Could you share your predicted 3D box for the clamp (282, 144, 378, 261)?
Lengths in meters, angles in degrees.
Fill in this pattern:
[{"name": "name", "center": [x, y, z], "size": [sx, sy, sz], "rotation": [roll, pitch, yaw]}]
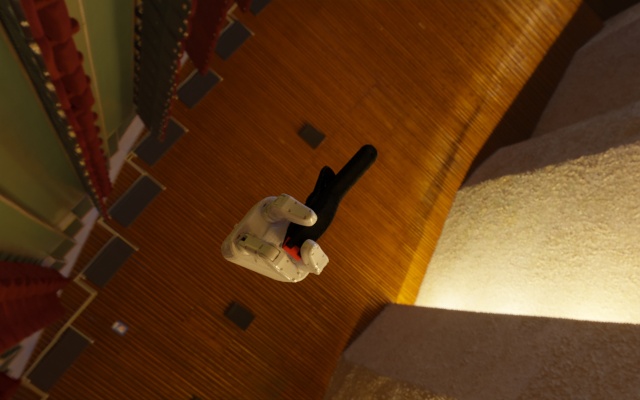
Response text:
[{"name": "clamp", "center": [0.001, 0.003, 0.626], "size": [0.039, 0.171, 0.120], "rotation": [41, -20, -10]}]
